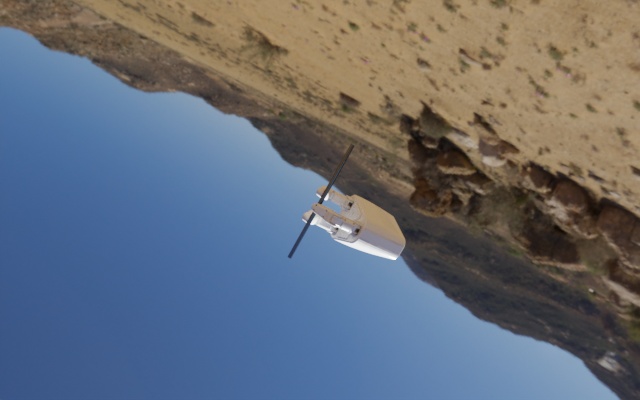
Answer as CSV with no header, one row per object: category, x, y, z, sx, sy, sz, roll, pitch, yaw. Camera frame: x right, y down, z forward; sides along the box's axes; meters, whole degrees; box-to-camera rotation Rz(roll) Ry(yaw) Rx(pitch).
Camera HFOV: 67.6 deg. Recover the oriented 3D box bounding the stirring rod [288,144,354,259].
stirring rod,0.000,0.003,0.879,0.011,0.239,0.011,29,7,-4
